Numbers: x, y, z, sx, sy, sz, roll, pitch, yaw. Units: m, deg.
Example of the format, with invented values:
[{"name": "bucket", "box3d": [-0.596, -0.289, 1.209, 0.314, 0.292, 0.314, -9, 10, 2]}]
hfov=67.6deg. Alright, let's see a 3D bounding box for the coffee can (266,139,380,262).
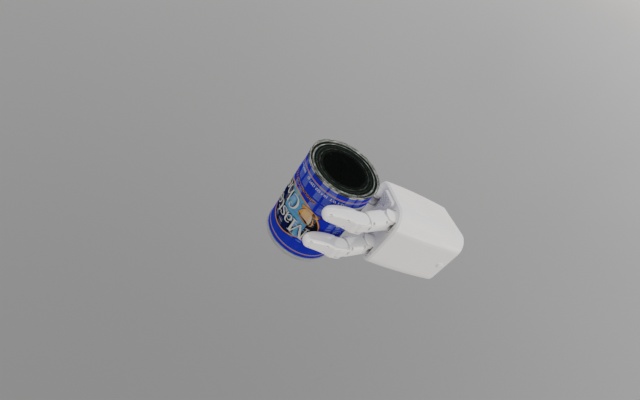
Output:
[{"name": "coffee can", "box3d": [0.000, 0.002, 0.649, 0.103, 0.102, 0.140, 0, -39, -35]}]
